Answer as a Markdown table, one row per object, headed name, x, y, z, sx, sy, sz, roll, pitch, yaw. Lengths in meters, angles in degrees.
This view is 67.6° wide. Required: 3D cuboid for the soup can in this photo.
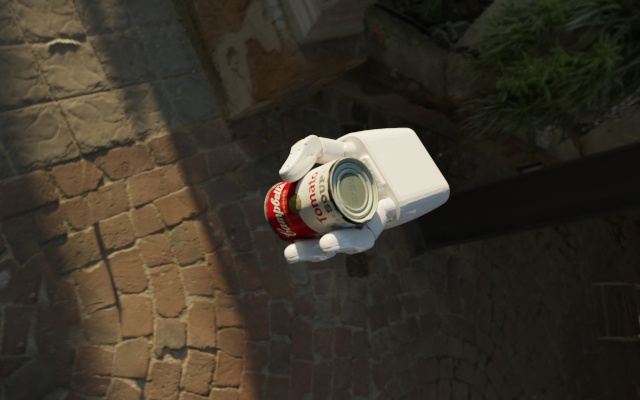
| name | x | y | z | sx | sy | sz | roll | pitch | yaw |
| --- | --- | --- | --- | --- | --- | --- | --- | --- | --- |
| soup can | 0.000 | 0.001 | 0.482 | 0.068 | 0.068 | 0.102 | 0 | -13 | -42 |
